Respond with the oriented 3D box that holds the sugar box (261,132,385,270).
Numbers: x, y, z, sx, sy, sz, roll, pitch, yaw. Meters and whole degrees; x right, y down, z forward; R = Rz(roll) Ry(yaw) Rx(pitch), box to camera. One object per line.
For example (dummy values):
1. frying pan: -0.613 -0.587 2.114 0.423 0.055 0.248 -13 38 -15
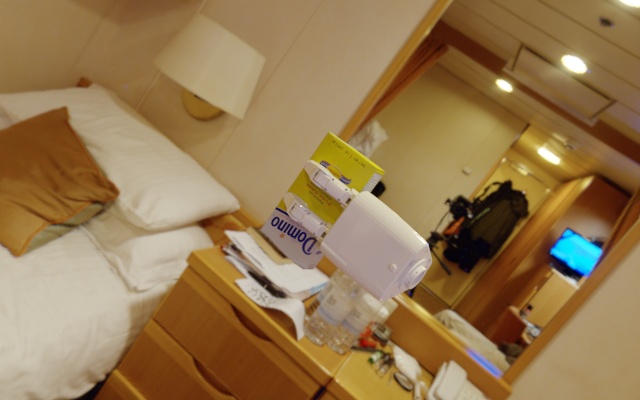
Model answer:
1. sugar box: 0.000 0.002 0.675 0.093 0.176 0.048 40 10 25
